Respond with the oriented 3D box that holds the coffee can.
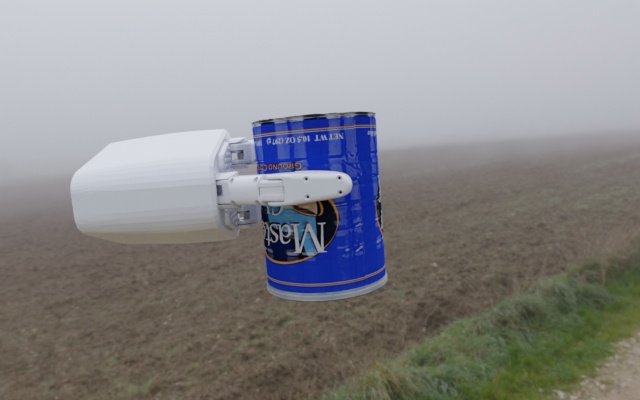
[{"bbox_3d":[0.000,0.001,0.400,0.103,0.140,0.103,-5,7,1],"label":"coffee can"}]
